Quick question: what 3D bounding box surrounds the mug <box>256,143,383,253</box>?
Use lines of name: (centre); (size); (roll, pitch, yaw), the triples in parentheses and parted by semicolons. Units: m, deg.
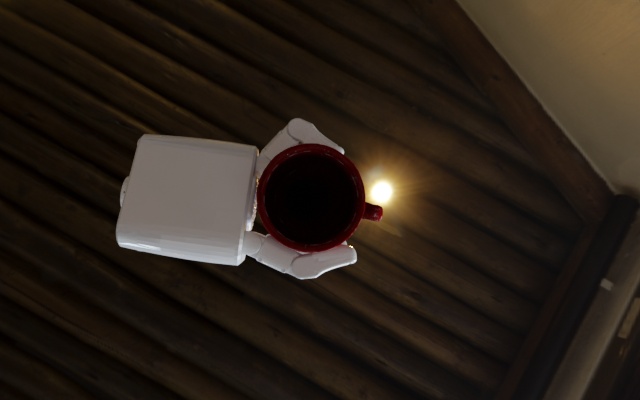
mug: (0.001, 0.002, 0.444); (0.117, 0.093, 0.081); (9, -4, -6)
